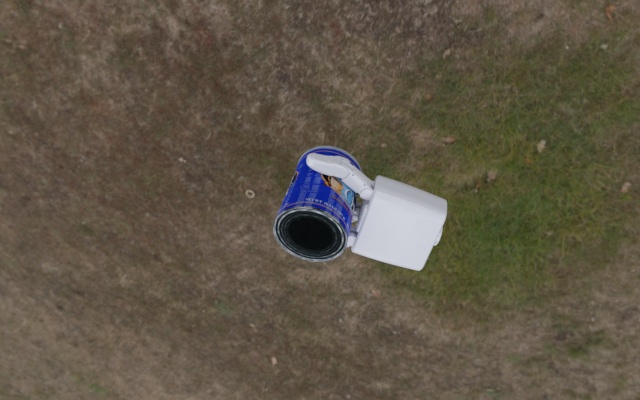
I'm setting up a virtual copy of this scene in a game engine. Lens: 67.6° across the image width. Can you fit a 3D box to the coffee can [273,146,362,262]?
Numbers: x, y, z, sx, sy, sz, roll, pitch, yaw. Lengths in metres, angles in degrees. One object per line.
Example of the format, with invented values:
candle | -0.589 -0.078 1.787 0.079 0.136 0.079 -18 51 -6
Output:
coffee can | 0.000 0.002 0.687 0.103 0.103 0.140 0 41 16
